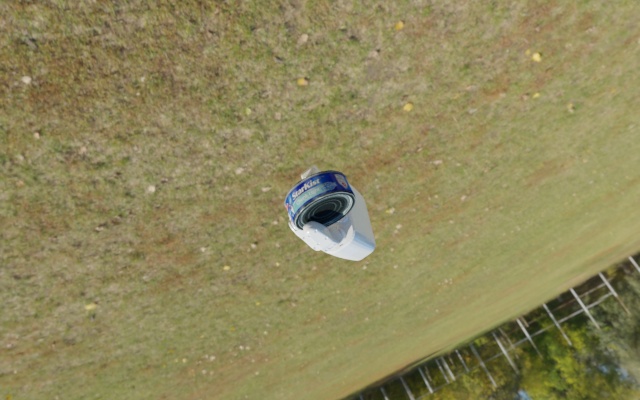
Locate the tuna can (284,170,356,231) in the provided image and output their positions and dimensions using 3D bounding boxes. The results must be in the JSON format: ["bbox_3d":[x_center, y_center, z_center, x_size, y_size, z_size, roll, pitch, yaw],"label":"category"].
[{"bbox_3d":[0.000,0.002,0.600,0.086,0.033,0.086,-20,-28,-11],"label":"tuna can"}]
